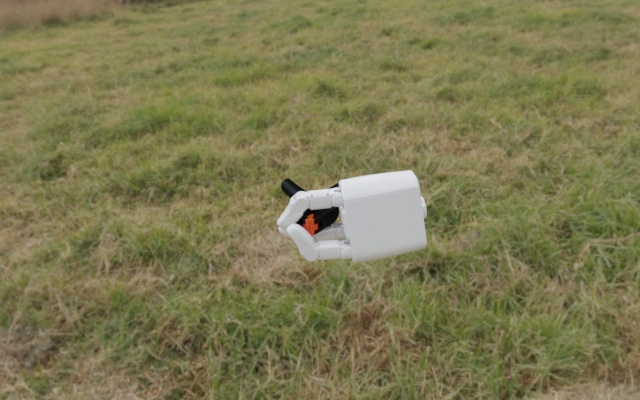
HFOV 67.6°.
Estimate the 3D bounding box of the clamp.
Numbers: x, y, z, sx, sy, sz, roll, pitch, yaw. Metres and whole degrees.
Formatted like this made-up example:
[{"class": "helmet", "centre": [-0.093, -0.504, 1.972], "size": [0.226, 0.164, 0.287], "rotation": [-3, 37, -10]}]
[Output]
[{"class": "clamp", "centre": [0.000, 0.002, 0.741], "size": [0.120, 0.039, 0.171], "rotation": [-9, 28, -1]}]
